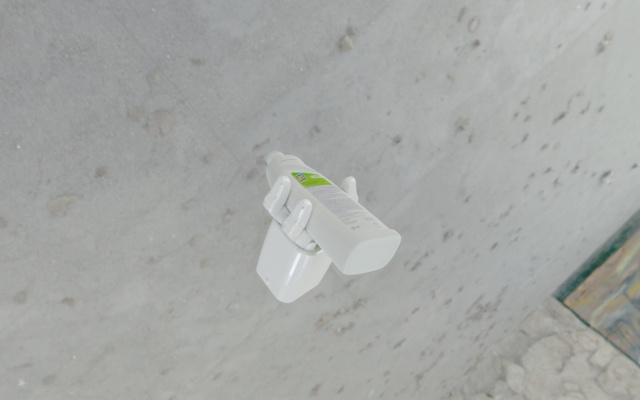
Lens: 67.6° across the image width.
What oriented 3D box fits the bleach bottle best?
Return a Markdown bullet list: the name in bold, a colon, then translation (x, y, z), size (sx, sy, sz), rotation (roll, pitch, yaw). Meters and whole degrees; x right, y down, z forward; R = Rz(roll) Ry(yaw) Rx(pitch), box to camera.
- **bleach bottle**: translation (0.000, 0.002, 0.716), size (0.102, 0.068, 0.250), rotation (-3, 38, -43)
